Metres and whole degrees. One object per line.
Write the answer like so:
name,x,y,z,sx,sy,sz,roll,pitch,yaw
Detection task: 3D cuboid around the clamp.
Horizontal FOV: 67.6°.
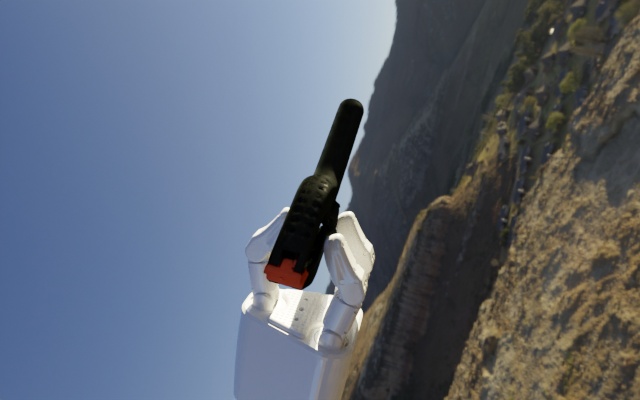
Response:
clamp,-0.001,0.002,0.417,0.036,0.165,0.210,13,21,9
